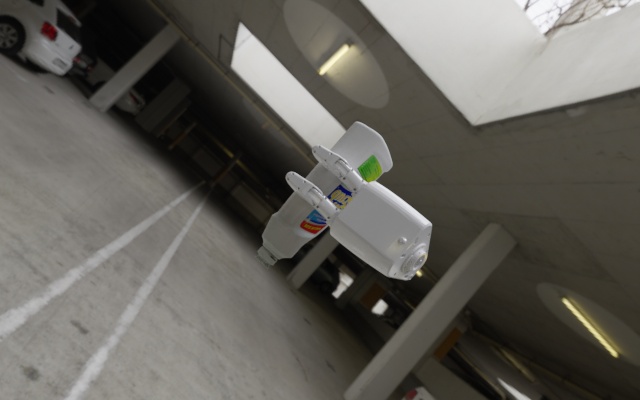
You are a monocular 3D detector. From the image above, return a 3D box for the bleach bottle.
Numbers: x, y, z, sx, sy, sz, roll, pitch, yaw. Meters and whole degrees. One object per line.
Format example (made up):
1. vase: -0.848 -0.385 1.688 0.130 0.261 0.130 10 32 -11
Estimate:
1. bleach bottle: 0.000 0.002 0.719 0.068 0.251 0.103 38 -9 30
